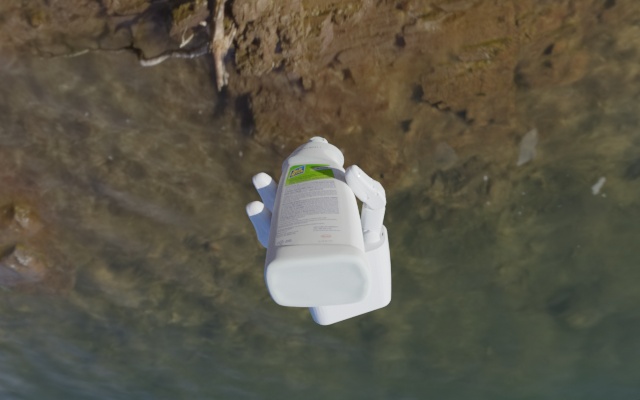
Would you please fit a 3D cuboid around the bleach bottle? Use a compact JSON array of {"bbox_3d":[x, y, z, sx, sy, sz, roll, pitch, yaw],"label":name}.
[{"bbox_3d":[0.000,0.002,0.536,0.102,0.068,0.250,-5,37,6],"label":"bleach bottle"}]
